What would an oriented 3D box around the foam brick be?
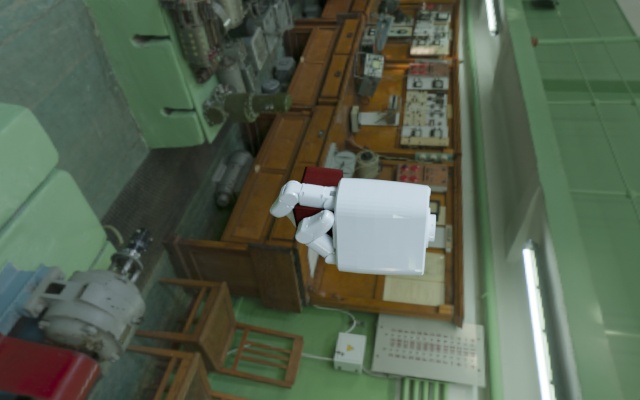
[{"bbox_3d":[0.000,0.002,0.613,0.051,0.078,0.053,4,-42,12],"label":"foam brick"}]
